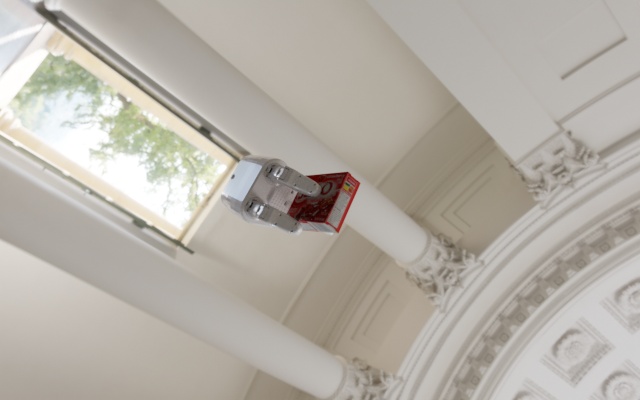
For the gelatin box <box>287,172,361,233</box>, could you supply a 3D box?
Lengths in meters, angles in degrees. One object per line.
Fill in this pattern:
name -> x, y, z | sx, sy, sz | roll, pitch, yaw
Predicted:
gelatin box -> 0.001, 0.002, 0.609 | 0.030, 0.073, 0.089 | 38, -23, -32
